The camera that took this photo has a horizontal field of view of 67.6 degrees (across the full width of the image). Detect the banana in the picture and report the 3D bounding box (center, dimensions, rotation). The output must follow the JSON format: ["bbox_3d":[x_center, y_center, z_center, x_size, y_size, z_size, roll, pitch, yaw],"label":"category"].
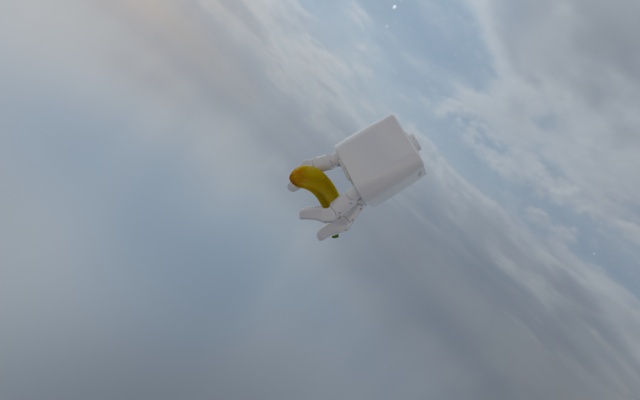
[{"bbox_3d":[0.000,-0.011,0.770,0.037,0.069,0.198,-15,-35,17],"label":"banana"}]
